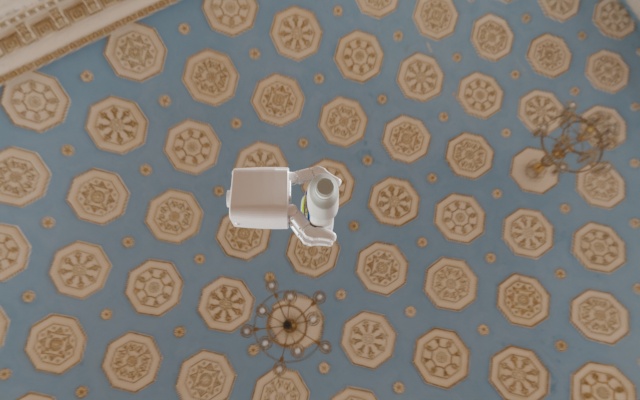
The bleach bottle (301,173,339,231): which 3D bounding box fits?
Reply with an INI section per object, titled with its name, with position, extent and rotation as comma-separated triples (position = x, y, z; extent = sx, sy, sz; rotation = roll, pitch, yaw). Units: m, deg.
[bleach bottle]
position = 0.000, 0.003, 0.882
extent = 0.068, 0.102, 0.251
rotation = -1, -15, -4
